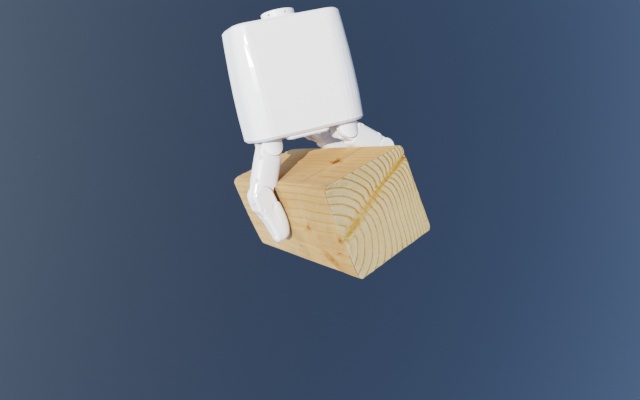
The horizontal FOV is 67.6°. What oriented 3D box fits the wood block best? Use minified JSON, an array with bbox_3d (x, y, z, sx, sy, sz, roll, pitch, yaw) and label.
[{"bbox_3d":[0.000,0.001,0.500,0.091,0.090,0.206,-31,19,-25],"label":"wood block"}]
